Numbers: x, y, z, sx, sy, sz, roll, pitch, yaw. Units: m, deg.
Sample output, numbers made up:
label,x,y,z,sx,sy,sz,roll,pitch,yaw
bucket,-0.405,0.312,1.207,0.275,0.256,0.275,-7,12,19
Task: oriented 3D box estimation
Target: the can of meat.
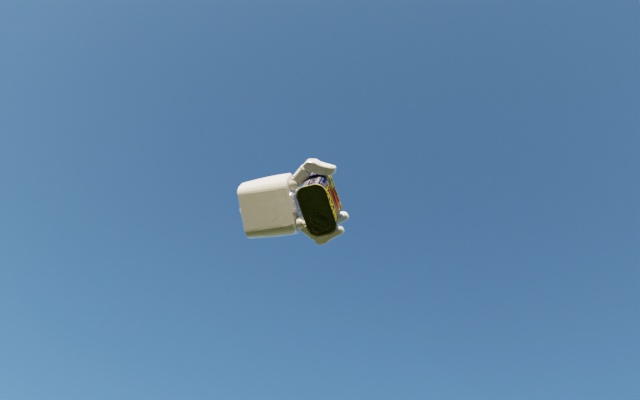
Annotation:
label,x,y,z,sx,sy,sz,roll,pitch,yaw
can of meat,0.000,0.003,0.899,0.057,0.102,0.084,-12,20,16
